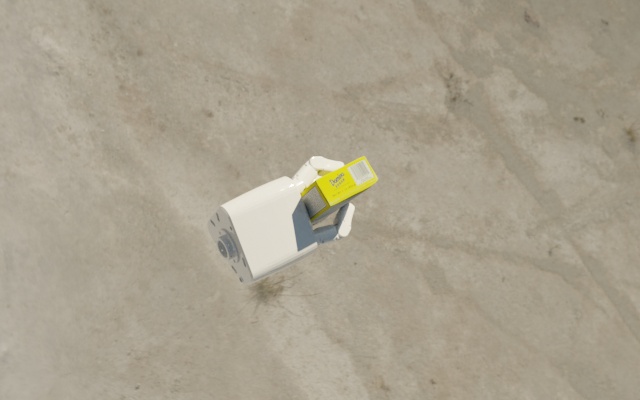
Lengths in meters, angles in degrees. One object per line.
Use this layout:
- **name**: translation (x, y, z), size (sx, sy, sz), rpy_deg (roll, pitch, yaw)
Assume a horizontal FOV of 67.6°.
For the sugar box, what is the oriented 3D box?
- **sugar box**: translation (0.000, 0.002, 0.698), size (0.093, 0.048, 0.176), rpy_deg (-27, -4, -33)
